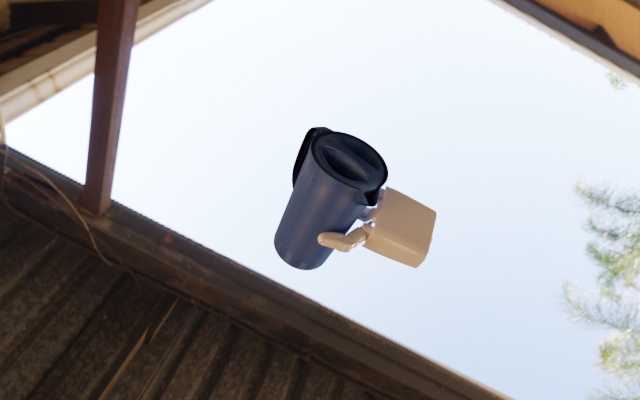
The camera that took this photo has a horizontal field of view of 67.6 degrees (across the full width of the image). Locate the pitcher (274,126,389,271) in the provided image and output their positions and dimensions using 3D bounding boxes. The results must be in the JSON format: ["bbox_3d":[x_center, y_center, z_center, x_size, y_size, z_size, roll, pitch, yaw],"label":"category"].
[{"bbox_3d":[0.000,0.003,0.823,0.145,0.243,0.149,25,41,-5],"label":"pitcher"}]
